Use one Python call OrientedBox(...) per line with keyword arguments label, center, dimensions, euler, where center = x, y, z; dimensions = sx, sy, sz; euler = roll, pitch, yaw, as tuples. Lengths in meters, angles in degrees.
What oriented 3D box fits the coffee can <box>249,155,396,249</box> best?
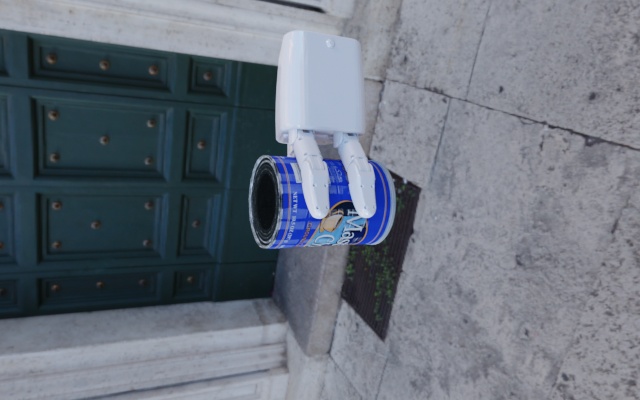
OrientedBox(label="coffee can", center=(0.000, 0.002, 0.549), dimensions=(0.140, 0.103, 0.103), euler=(0, 0, -26))
